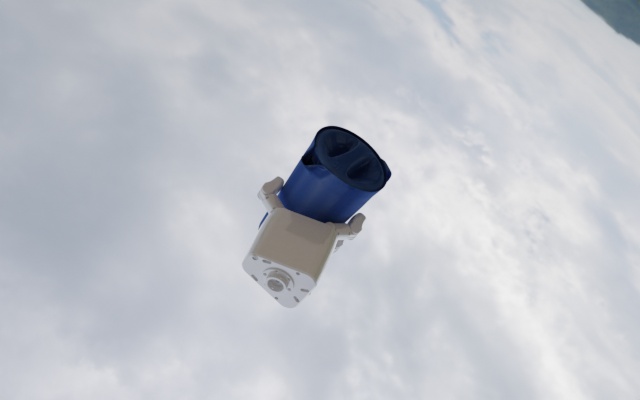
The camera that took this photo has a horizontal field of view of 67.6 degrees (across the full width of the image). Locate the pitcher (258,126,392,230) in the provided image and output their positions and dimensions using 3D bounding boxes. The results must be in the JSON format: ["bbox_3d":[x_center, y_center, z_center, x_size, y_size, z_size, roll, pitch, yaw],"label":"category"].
[{"bbox_3d":[0.000,0.003,0.808,0.149,0.243,0.145,35,40,-7],"label":"pitcher"}]
